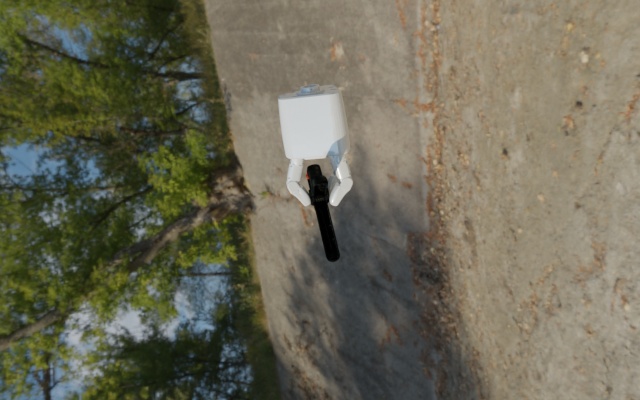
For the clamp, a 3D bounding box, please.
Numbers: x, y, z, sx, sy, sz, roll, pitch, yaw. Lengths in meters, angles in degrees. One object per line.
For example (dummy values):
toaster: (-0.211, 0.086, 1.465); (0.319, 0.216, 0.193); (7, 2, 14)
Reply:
clamp: (-0.001, 0.003, 0.871); (0.036, 0.165, 0.210); (-11, 22, -3)
